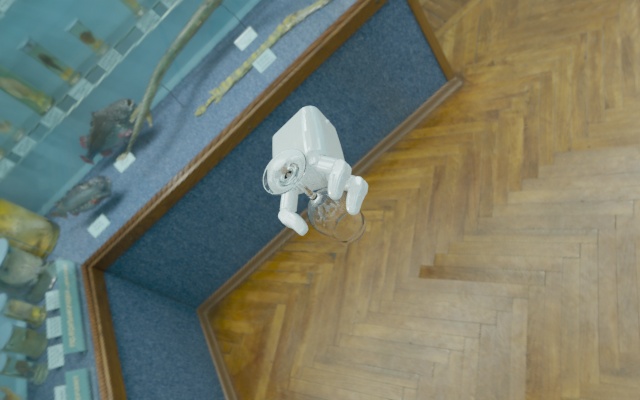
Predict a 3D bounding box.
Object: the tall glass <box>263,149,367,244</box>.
[{"bbox_3d":[0.000,0.002,0.742,0.079,0.079,0.201,0,-26,35],"label":"tall glass"}]
